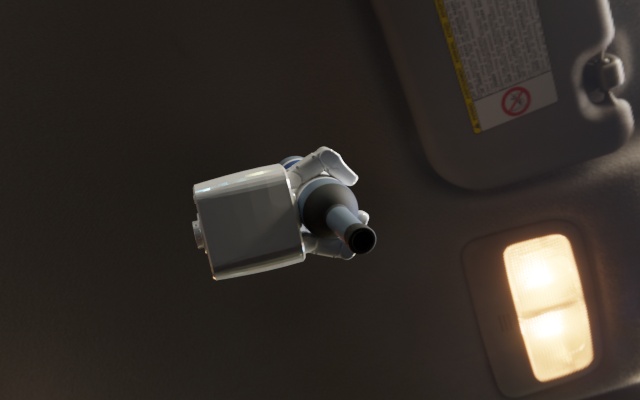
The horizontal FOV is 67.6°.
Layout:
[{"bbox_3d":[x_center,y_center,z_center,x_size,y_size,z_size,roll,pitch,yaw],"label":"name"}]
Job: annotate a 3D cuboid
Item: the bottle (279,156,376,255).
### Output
[{"bbox_3d":[0.000,0.002,0.576,0.069,0.069,0.295,0,14,-16],"label":"bottle"}]
